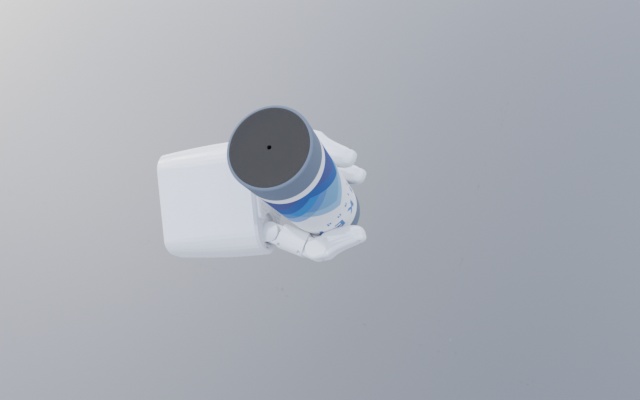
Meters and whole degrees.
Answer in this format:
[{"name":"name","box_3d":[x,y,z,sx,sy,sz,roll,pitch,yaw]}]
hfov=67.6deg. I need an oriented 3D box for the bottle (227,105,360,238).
[{"name":"bottle","box_3d":[0.000,0.002,0.478,0.069,0.069,0.296,0,-16,15]}]
